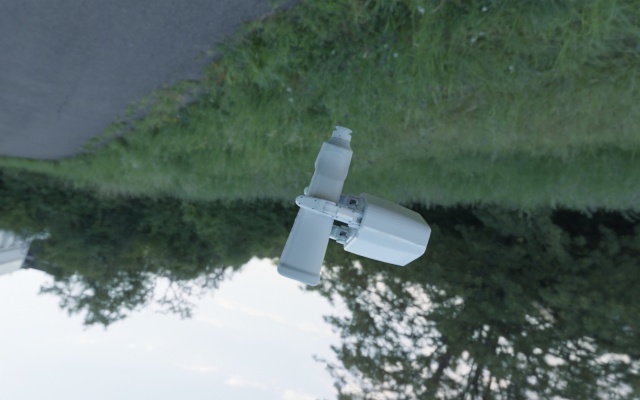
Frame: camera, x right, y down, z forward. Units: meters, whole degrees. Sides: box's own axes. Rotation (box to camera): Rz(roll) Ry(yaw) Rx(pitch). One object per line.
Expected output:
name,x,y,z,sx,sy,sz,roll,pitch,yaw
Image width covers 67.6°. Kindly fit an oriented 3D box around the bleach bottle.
bleach bottle,0.000,0.003,0.758,0.068,0.251,0.102,18,-4,-4
